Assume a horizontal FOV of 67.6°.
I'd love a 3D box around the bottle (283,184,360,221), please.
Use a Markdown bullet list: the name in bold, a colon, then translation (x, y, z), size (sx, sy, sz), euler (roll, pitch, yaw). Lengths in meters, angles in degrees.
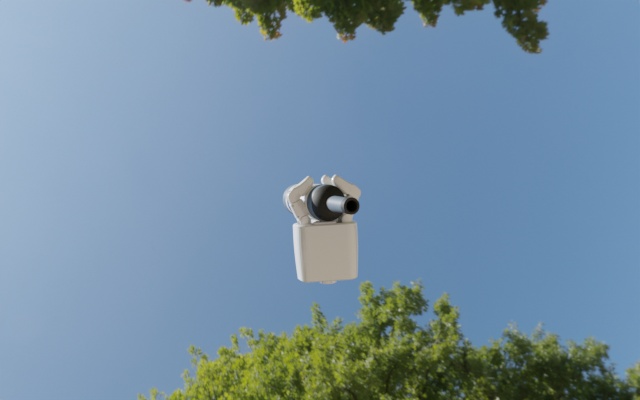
- **bottle**: translation (0.000, 0.003, 0.887), size (0.069, 0.069, 0.295), euler (0, 2, -20)
